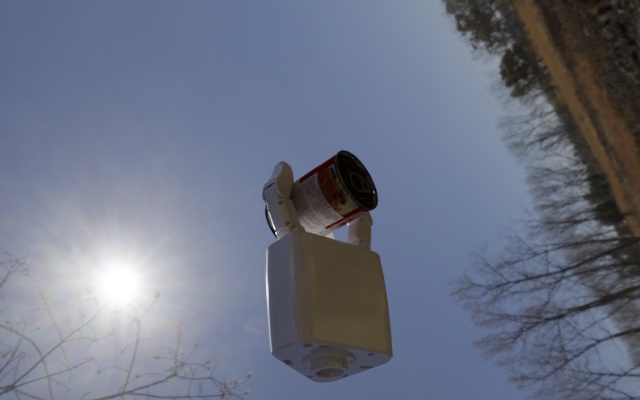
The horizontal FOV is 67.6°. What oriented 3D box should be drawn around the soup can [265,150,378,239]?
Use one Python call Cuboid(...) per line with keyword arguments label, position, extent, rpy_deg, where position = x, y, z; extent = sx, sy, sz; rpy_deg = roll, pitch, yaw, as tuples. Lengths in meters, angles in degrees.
Cuboid(label="soup can", position=(0.000, 0.001, 0.503), extent=(0.102, 0.068, 0.068), rpy_deg=(-31, -16, 29))
